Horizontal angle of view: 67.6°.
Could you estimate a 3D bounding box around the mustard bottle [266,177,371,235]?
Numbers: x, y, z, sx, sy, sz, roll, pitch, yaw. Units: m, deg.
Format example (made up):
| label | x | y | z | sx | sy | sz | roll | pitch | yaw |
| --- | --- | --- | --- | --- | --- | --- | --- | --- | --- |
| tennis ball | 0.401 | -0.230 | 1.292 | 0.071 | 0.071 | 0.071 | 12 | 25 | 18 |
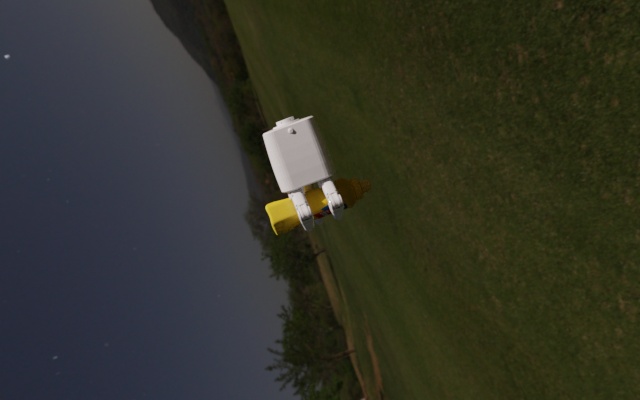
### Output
| label | x | y | z | sx | sy | sz | roll | pitch | yaw |
| --- | --- | --- | --- | --- | --- | --- | --- | --- | --- |
| mustard bottle | 0.000 | 0.003 | 0.862 | 0.191 | 0.058 | 0.096 | -21 | -13 | -4 |
